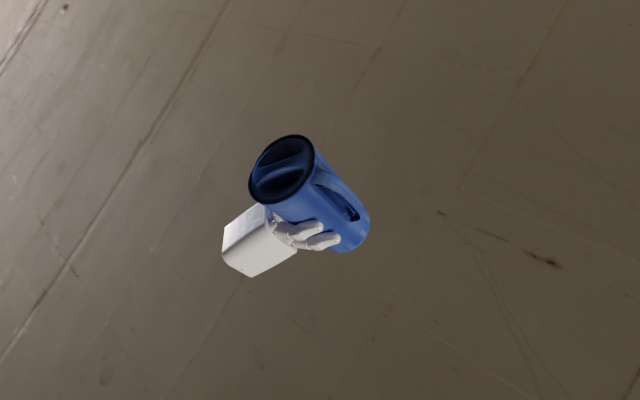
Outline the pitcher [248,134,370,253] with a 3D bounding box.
[{"bbox_3d":[0.000,0.003,0.852,0.145,0.149,0.243,-33,-42,14],"label":"pitcher"}]
